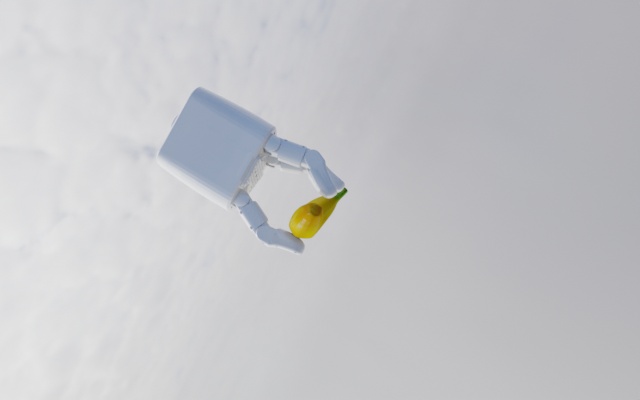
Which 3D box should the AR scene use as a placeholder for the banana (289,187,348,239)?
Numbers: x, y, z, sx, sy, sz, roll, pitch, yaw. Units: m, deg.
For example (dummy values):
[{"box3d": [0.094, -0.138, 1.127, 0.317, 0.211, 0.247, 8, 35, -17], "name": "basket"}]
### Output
[{"box3d": [-0.010, 0.016, 0.593, 0.037, 0.069, 0.198, 35, 13, 3], "name": "banana"}]
